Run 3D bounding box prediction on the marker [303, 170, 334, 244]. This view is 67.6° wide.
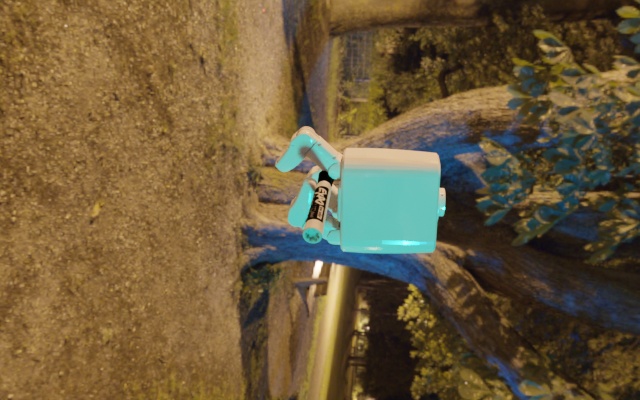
[{"bbox_3d":[0.000,0.002,0.497,0.020,0.020,0.121,0,31,9],"label":"marker"}]
